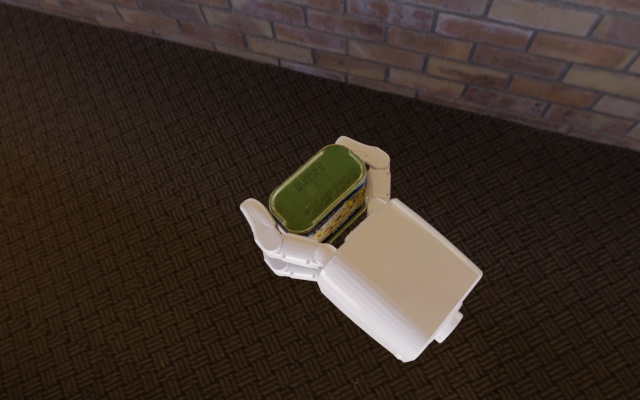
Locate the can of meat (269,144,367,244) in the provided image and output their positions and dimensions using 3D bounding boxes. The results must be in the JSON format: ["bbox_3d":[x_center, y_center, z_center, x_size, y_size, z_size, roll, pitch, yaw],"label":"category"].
[{"bbox_3d":[0.000,0.001,0.474,0.057,0.102,0.084,44,-12,17],"label":"can of meat"}]
